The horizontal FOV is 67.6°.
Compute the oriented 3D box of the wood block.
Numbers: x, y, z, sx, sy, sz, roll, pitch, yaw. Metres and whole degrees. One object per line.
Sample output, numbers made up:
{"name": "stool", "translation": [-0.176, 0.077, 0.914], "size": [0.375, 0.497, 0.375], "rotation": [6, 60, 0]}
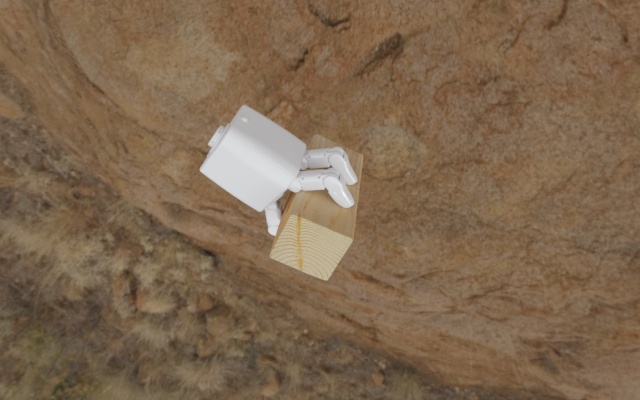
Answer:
{"name": "wood block", "translation": [0.000, 0.002, 0.708], "size": [0.090, 0.091, 0.206], "rotation": [23, 37, -8]}
